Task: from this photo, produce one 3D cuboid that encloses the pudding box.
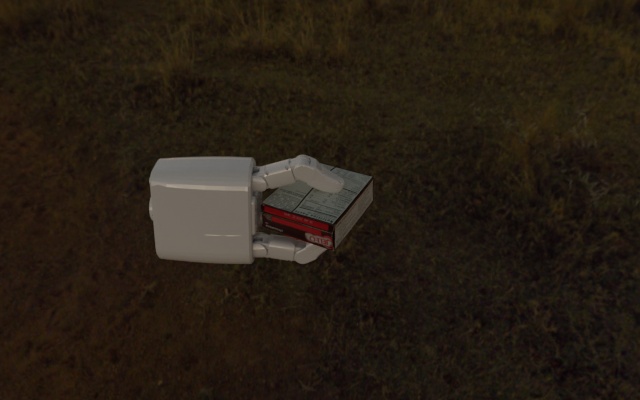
[{"bbox_3d":[0.000,0.002,0.536,0.090,0.039,0.113,17,39,22],"label":"pudding box"}]
